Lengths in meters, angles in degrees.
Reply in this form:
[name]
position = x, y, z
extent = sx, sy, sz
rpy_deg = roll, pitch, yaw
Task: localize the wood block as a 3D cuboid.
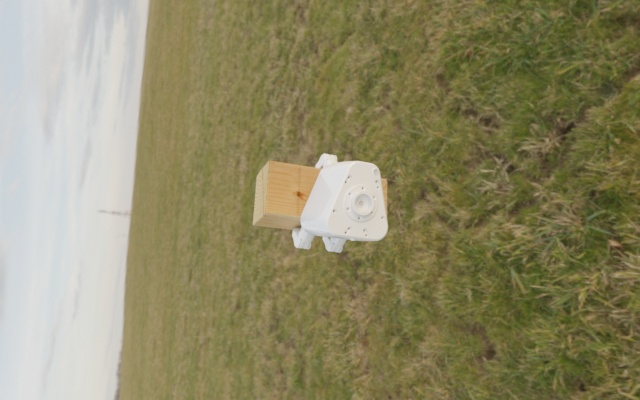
[wood block]
position = 0.000, 0.002, 0.802
extent = 0.206, 0.090, 0.090
rpy_deg = 8, -17, -19
